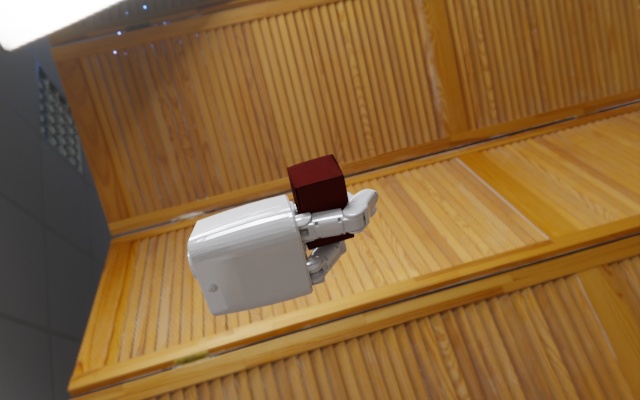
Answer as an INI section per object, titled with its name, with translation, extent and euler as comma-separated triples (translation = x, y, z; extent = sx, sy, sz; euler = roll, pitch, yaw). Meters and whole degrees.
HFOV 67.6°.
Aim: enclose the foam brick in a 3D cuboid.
[foam brick]
translation = 0.000, 0.001, 0.497
extent = 0.051, 0.078, 0.053
euler = -14, 30, -5
